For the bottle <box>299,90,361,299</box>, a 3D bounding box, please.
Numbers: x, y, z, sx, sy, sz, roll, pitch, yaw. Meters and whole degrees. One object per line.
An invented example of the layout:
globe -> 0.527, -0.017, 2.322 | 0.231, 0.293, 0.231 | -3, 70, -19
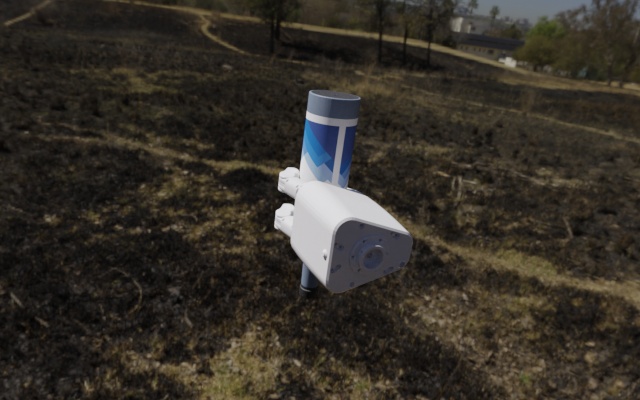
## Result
bottle -> 0.000, 0.002, 0.658 | 0.069, 0.296, 0.069 | 7, 20, -3
